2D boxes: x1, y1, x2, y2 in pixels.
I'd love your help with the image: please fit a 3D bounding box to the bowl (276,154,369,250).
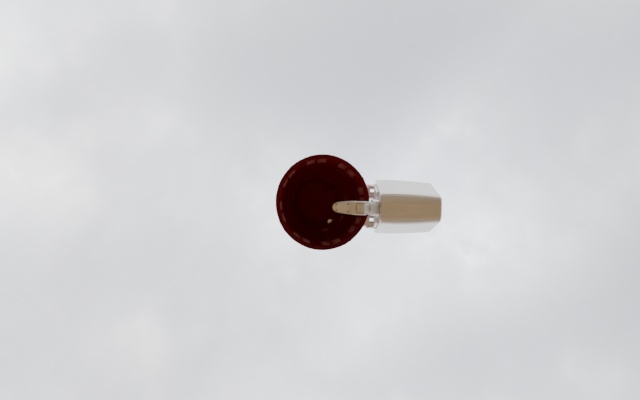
[{"bbox_3d":[-0.001,0.002,0.827,0.162,0.162,0.055,0,1,-11],"label":"bowl"}]
